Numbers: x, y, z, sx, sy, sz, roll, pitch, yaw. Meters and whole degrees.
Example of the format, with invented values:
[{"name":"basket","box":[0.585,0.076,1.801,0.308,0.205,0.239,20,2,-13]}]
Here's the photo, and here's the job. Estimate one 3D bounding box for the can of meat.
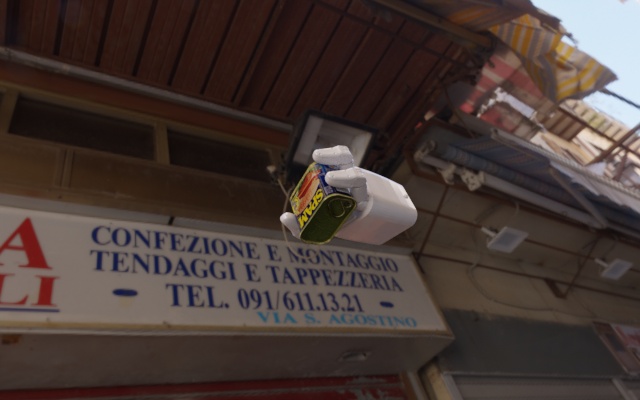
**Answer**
[{"name":"can of meat","box":[0.000,0.002,0.730,0.057,0.102,0.084,13,37,-32]}]
